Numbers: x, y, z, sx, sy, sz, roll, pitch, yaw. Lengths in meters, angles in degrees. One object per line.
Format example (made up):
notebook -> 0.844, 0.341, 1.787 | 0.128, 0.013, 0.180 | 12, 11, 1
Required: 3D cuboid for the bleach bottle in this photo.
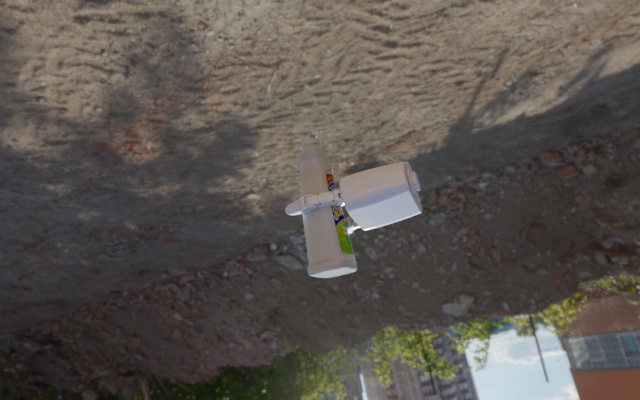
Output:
bleach bottle -> 0.000, 0.003, 0.822 | 0.068, 0.250, 0.102 | -17, -17, 19
